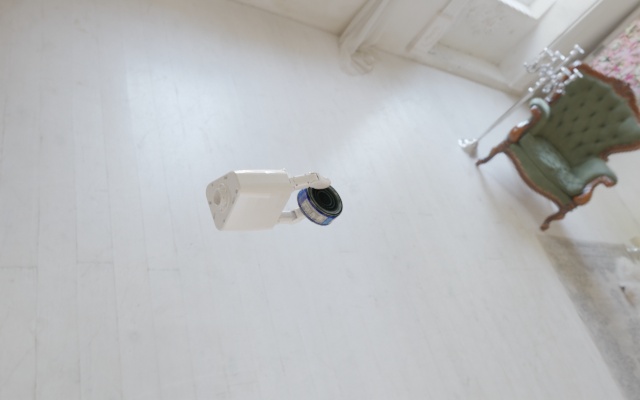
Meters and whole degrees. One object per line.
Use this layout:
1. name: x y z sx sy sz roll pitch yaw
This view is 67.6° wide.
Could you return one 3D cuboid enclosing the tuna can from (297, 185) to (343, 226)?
1. tuna can: 0.001 0.003 0.893 0.086 0.086 0.034 0 -34 -45
